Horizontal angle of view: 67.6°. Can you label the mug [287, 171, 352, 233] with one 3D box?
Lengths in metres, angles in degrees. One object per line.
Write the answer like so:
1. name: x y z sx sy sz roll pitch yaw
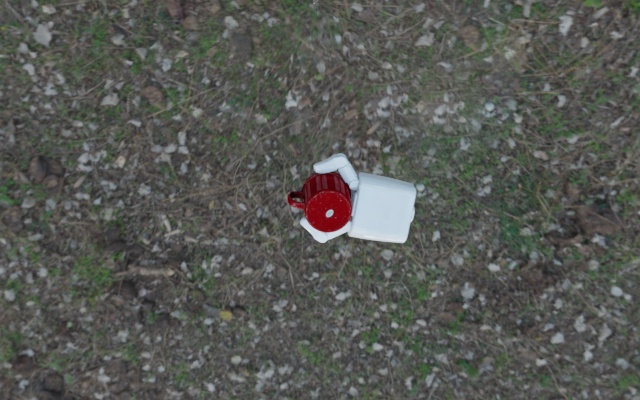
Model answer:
1. mug: -0.001 0.003 0.838 0.117 0.093 0.081 9 22 -6
